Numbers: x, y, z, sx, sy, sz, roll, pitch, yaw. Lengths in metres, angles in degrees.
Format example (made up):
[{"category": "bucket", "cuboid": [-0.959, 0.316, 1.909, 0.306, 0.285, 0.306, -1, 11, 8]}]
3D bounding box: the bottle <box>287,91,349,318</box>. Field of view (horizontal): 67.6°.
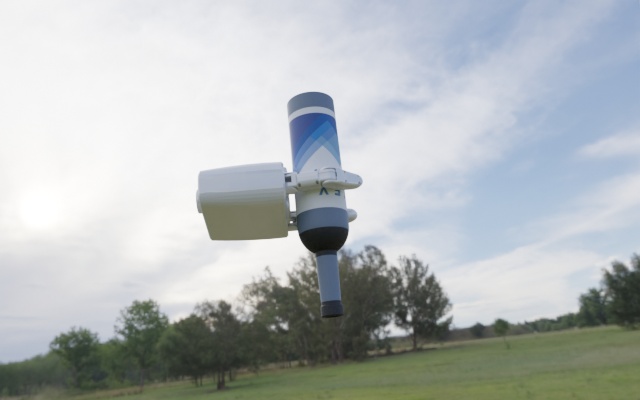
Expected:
[{"category": "bottle", "cuboid": [0.000, 0.002, 0.624, 0.069, 0.295, 0.069, -5, -19, -2]}]
